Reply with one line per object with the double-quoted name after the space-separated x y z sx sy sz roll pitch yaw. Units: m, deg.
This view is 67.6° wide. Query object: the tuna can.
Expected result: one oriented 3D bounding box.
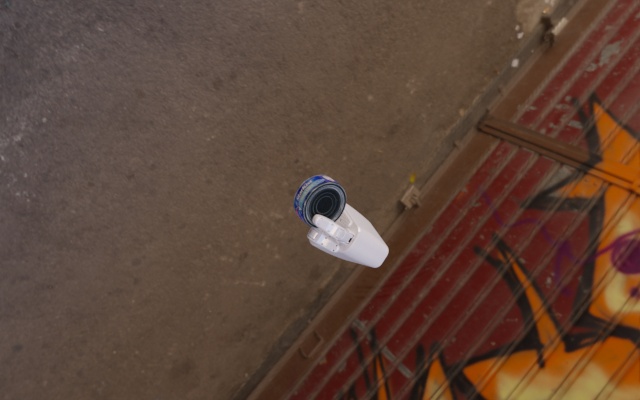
0.000 0.003 0.791 0.086 0.086 0.033 0 23 -34 "tuna can"
